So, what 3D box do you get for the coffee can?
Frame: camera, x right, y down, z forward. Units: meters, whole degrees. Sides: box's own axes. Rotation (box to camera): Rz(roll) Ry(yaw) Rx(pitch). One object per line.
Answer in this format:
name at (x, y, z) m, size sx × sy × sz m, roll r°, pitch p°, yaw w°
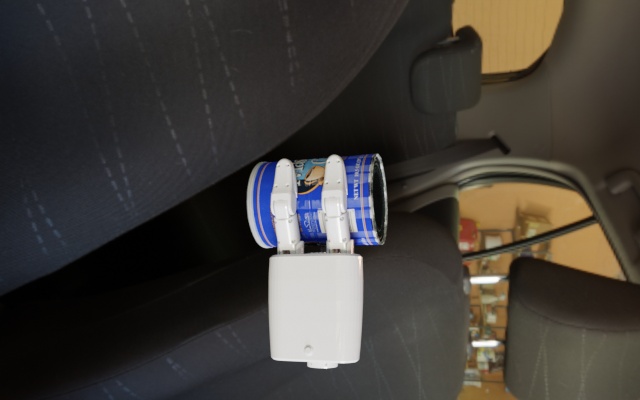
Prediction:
coffee can at (0.000, 0.002, 0.552) m, size 0.140 × 0.103 × 0.103 m, roll -3°, pitch -1°, yaw 16°
